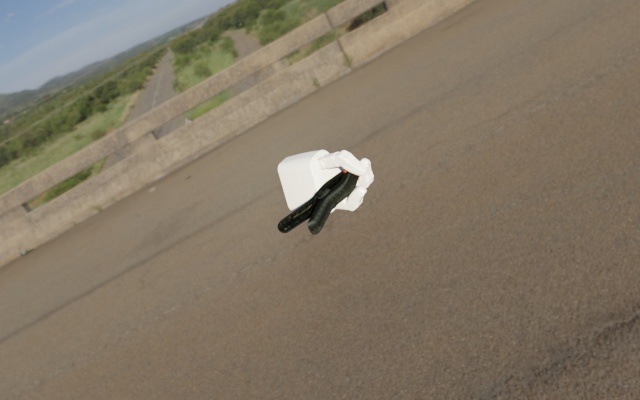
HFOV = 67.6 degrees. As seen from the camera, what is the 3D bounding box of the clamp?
[{"bbox_3d":[0.000,0.002,0.834,0.120,0.039,0.171,-4,33,47],"label":"clamp"}]
